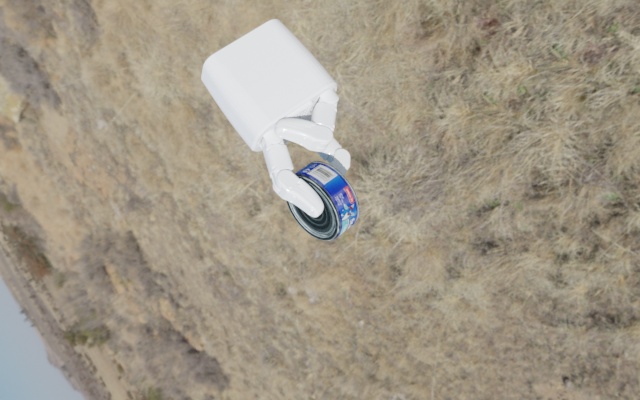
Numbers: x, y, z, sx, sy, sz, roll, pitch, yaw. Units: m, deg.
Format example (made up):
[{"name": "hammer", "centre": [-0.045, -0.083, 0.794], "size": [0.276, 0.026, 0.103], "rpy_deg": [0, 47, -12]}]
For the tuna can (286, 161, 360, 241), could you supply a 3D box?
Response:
[{"name": "tuna can", "centre": [0.000, 0.002, 0.531], "size": [0.033, 0.086, 0.086], "rpy_deg": [-36, 22, -33]}]
